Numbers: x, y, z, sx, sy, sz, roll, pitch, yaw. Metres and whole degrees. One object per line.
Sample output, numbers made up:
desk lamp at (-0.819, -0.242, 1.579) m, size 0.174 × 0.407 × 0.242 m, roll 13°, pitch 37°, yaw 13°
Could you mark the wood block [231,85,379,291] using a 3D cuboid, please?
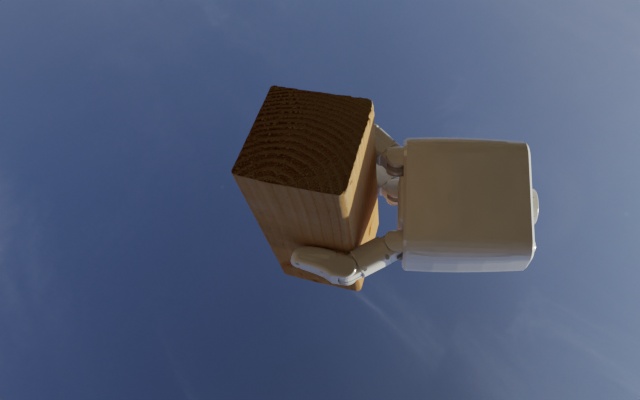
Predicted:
wood block at (0.000, 0.002, 0.447) m, size 0.090 × 0.090 × 0.206 m, roll 11°, pitch -27°, yaw 14°
